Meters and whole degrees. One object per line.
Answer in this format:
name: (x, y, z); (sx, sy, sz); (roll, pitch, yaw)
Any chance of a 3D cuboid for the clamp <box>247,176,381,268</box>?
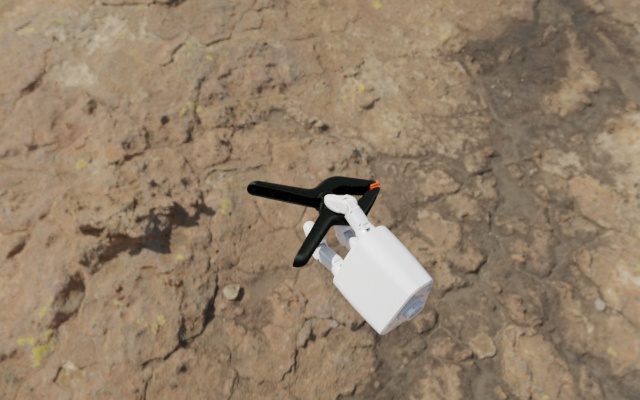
clamp: (0.001, 0.002, 0.747); (0.210, 0.164, 0.036); (-24, -31, -31)
